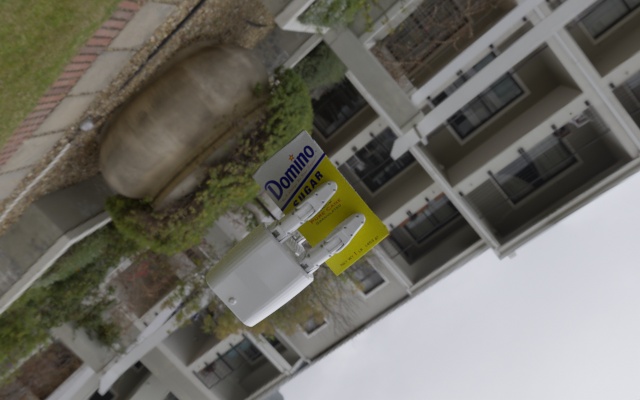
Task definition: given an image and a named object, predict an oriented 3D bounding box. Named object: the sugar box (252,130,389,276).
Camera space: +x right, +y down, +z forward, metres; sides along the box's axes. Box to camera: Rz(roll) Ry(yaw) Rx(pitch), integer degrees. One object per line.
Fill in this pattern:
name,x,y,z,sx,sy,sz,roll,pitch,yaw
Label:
sugar box,0.000,0.002,0.633,0.093,0.176,0.048,-40,8,5
